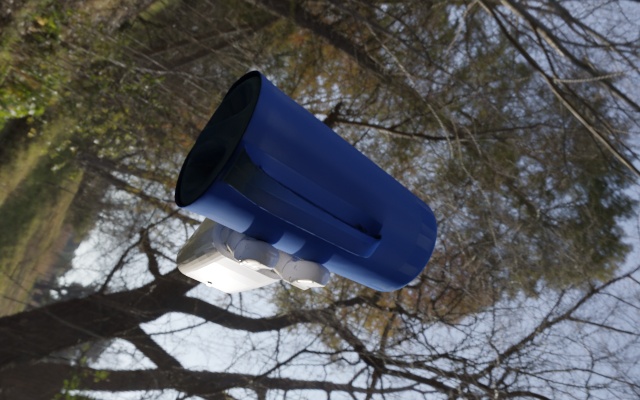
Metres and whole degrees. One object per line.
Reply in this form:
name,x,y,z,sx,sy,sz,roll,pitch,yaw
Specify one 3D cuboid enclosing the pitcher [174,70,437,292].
pitcher,0.000,0.001,0.451,0.243,0.149,0.145,30,-37,-28
